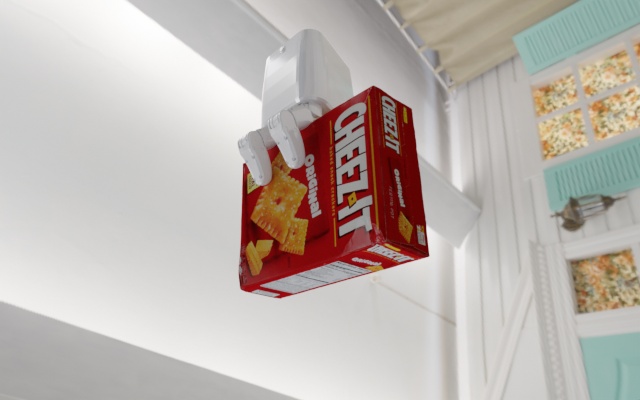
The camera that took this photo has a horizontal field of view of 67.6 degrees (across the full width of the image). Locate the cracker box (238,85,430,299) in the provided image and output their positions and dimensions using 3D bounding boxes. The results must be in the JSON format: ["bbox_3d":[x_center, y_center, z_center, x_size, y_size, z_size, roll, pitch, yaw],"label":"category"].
[{"bbox_3d":[0.000,0.002,0.509,0.072,0.164,0.214,20,-32,-40],"label":"cracker box"}]
